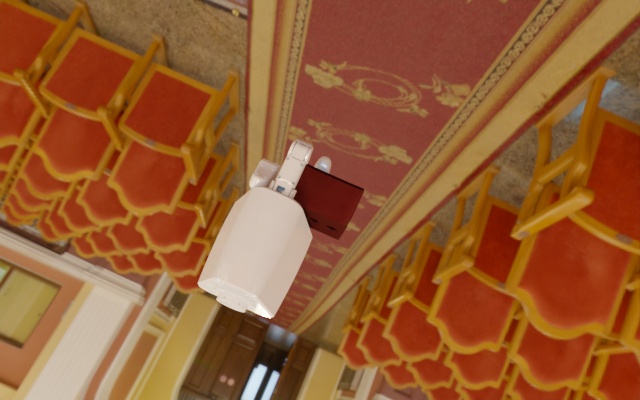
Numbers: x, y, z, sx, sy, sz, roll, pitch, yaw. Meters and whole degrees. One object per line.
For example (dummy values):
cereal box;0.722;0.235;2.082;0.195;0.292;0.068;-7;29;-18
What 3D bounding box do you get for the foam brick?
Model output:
foam brick;0.000;0.002;0.539;0.078;0.051;0.053;24;-23;0
